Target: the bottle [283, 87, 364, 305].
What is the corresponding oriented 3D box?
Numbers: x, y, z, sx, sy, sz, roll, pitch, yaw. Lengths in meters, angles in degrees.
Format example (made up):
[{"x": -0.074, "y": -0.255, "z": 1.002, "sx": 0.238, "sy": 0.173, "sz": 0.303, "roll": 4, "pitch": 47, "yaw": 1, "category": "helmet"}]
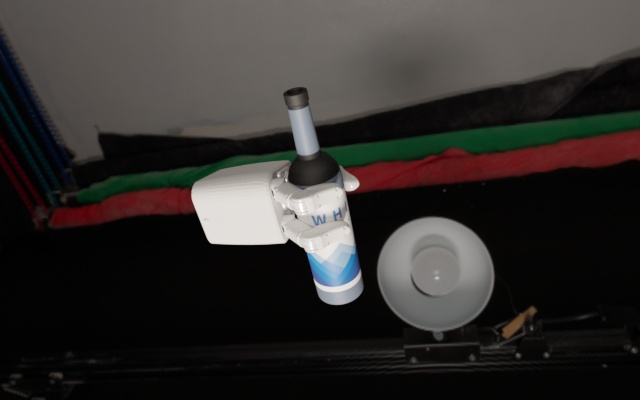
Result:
[{"x": 0.000, "y": 0.002, "z": 0.605, "sx": 0.069, "sy": 0.296, "sz": 0.069, "roll": -10, "pitch": 31, "yaw": 6, "category": "bottle"}]
